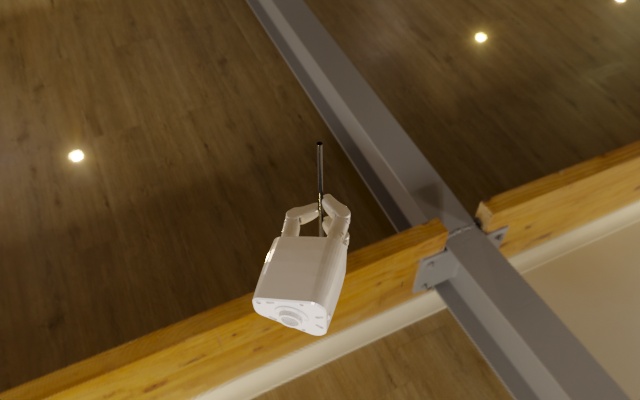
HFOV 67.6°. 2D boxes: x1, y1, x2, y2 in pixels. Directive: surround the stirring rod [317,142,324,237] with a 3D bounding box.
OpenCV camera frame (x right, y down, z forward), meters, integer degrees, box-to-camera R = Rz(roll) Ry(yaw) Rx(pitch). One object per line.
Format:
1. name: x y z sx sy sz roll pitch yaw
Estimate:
1. stirring rod: 0.000 0.002 0.733 0.011 0.011 0.240 0 -41 1
